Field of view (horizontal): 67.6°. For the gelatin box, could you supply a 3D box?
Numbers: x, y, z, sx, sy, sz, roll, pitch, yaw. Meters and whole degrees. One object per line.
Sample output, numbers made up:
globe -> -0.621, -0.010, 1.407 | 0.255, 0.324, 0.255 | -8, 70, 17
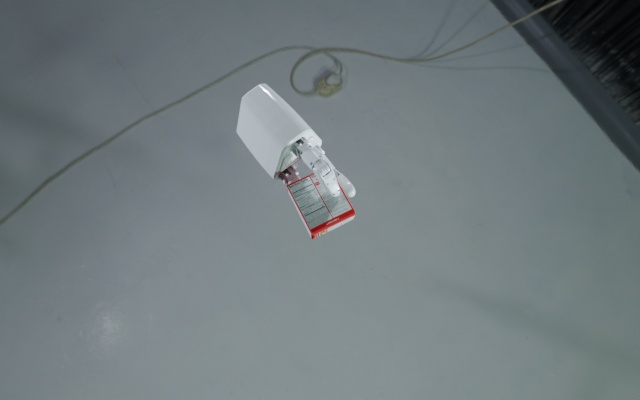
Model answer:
gelatin box -> 0.000, 0.002, 0.715 | 0.073, 0.089, 0.030 | -26, -20, -9
